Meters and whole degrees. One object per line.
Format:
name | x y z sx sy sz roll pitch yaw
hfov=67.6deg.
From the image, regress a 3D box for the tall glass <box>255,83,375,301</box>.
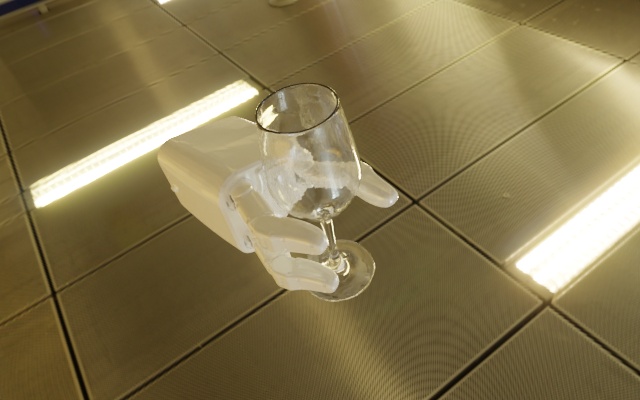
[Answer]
tall glass | 0.000 0.002 0.411 0.079 0.079 0.201 0 -43 13
